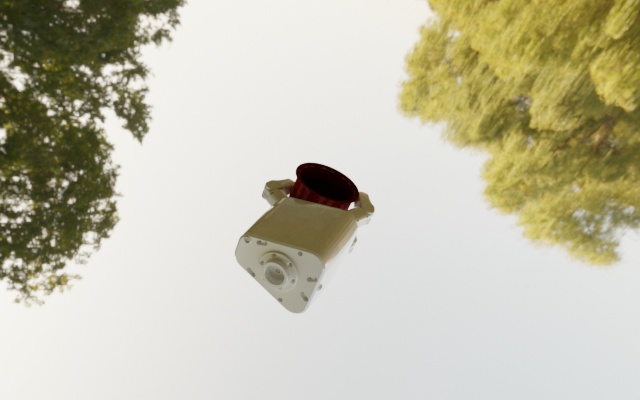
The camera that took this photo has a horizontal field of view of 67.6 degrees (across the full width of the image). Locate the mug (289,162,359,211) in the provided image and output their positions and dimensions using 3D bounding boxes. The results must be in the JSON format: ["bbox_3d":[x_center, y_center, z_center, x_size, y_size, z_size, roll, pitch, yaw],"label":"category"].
[{"bbox_3d":[0.001,0.002,0.673,0.093,0.081,0.117,32,30,11],"label":"mug"}]
